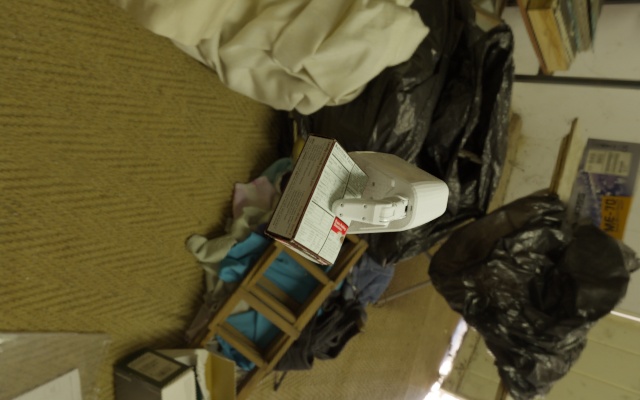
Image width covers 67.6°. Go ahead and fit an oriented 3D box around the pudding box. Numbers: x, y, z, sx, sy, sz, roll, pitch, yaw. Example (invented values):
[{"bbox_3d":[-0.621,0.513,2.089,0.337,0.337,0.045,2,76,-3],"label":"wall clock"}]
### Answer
[{"bbox_3d":[0.000,0.002,0.493,0.039,0.113,0.090,13,-16,34],"label":"pudding box"}]
